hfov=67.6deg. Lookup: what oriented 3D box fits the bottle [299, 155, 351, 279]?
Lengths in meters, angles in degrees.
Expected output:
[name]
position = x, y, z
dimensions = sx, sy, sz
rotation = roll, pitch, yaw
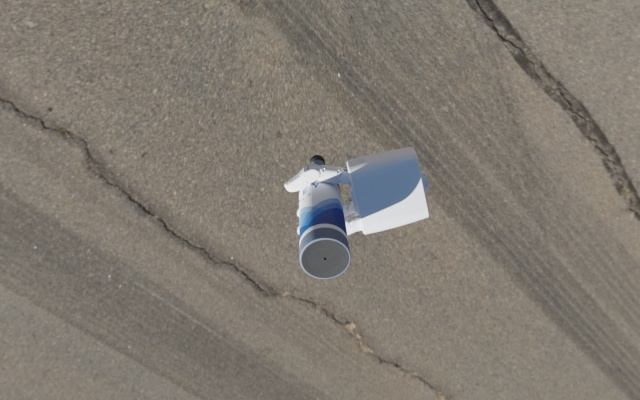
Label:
[bottle]
position = 0.000, 0.003, 0.742
dimensions = 0.069, 0.069, 0.295
rotation = 0, 30, -3
